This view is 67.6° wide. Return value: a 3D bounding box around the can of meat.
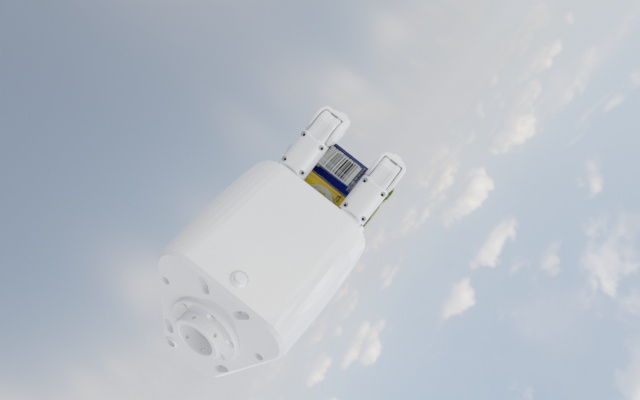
[{"bbox_3d":[0.000,0.002,0.402,0.057,0.084,0.102,-48,-5,-48],"label":"can of meat"}]
